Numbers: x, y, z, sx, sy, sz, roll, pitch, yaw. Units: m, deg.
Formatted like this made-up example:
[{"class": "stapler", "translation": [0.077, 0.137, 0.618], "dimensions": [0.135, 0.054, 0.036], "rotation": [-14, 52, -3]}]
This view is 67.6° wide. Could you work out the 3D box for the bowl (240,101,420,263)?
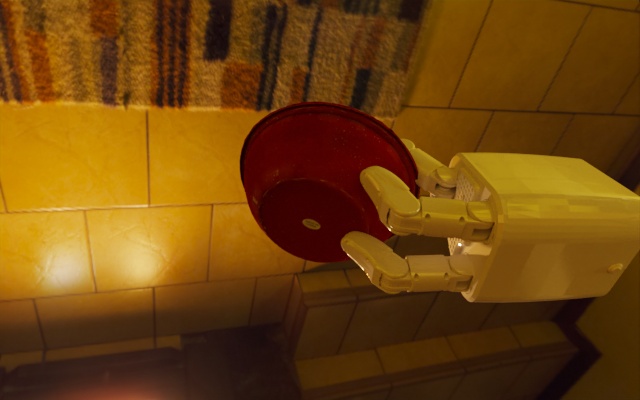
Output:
[{"class": "bowl", "translation": [-0.001, 0.002, 0.402], "dimensions": [0.162, 0.162, 0.055], "rotation": [0, 39, 17]}]
